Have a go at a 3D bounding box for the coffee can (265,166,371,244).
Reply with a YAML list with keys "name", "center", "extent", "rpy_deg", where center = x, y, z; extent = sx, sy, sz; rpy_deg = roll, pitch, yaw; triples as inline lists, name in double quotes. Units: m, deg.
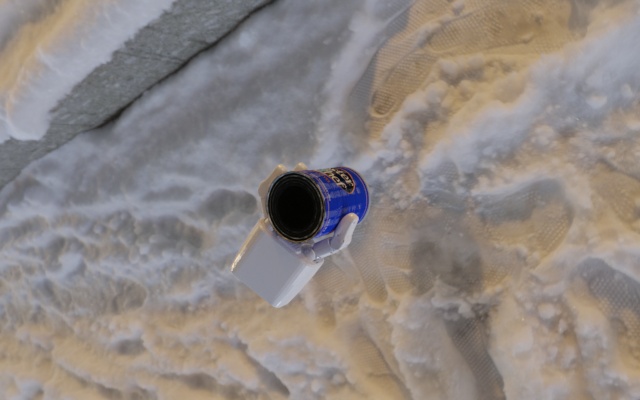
- name: "coffee can"
  center: [0.000, 0.002, 0.724]
  extent: [0.103, 0.103, 0.140]
  rpy_deg: [0, 6, 32]
